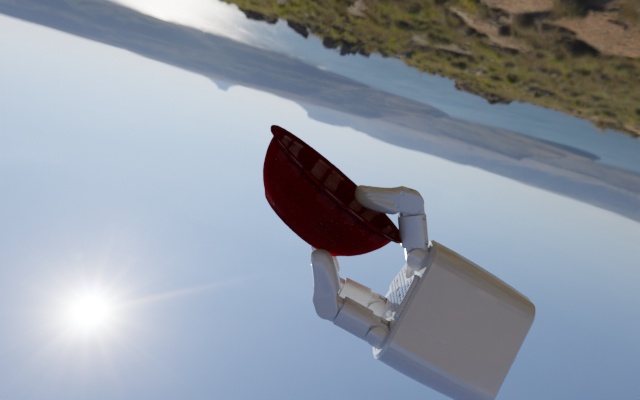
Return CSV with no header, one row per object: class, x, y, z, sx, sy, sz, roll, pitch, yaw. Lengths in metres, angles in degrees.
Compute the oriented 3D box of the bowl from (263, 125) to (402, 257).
bowl,-0.001,0.001,0.448,0.162,0.055,0.162,40,11,-9
